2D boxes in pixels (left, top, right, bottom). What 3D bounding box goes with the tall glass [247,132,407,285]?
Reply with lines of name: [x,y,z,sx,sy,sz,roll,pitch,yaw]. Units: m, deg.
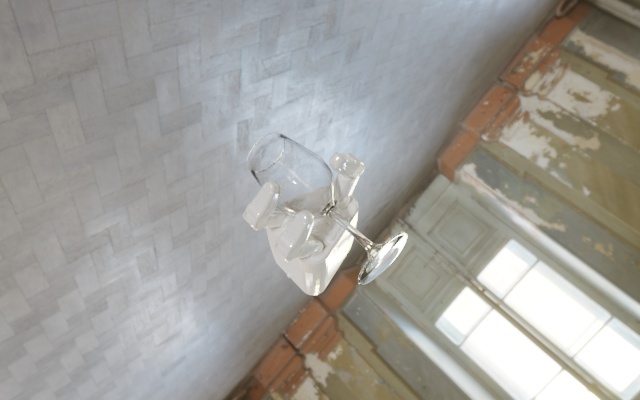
tall glass: [0.001,0.002,0.548,0.201,0.079,0.079,42,21,24]
